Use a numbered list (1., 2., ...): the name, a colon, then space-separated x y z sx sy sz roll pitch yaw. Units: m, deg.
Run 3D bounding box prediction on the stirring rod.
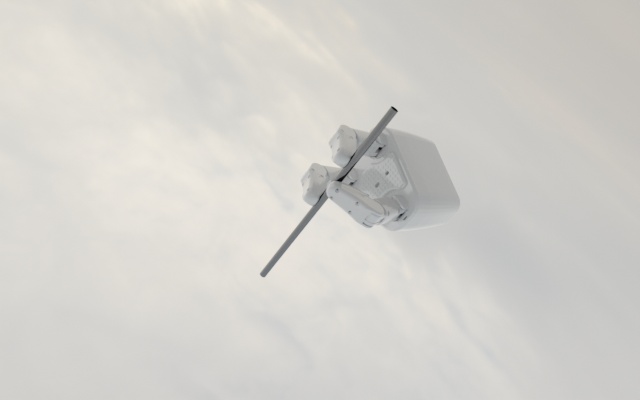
1. stirring rod: 0.000 0.002 0.479 0.011 0.011 0.240 0 -43 -48
